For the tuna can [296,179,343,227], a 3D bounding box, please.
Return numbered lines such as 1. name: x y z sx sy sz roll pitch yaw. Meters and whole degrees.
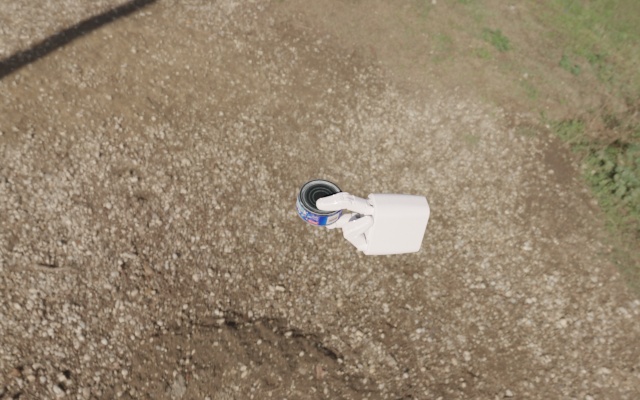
1. tuna can: 0.000 0.002 0.859 0.086 0.086 0.034 0 -38 -10
